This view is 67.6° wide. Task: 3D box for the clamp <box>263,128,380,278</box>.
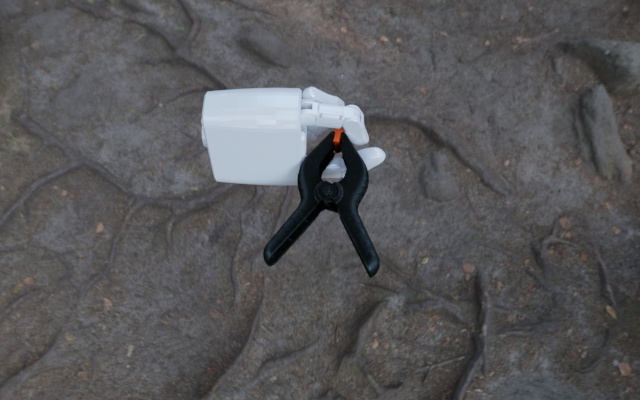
[{"bbox_3d":[0.000,0.001,0.518,0.120,0.171,0.039,0,-27,1],"label":"clamp"}]
